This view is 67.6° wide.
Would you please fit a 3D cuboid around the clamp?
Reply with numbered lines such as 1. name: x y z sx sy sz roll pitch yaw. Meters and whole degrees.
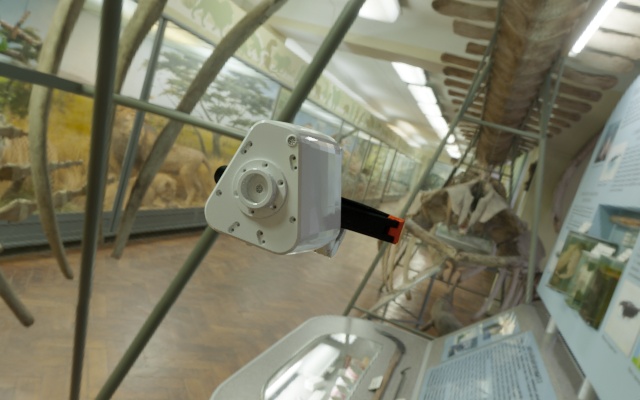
1. clamp: 0.001 0.001 0.572 0.210 0.036 0.164 19 7 17
